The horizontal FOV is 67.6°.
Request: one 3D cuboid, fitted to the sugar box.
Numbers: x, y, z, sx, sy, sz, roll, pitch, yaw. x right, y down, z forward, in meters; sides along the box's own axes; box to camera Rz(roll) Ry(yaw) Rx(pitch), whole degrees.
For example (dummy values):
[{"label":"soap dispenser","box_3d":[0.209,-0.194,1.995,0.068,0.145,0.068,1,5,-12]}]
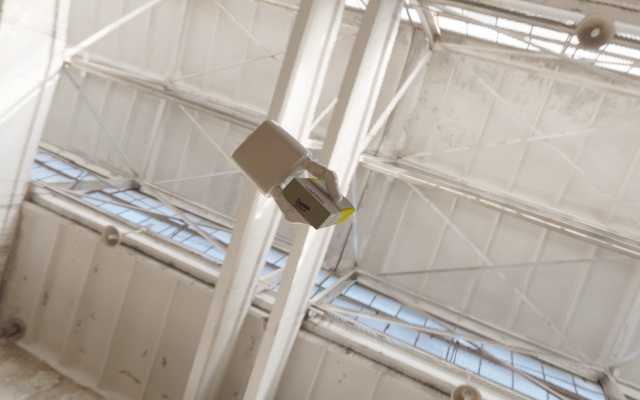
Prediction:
[{"label":"sugar box","box_3d":[0.000,0.003,0.878,0.093,0.048,0.176,45,16,12]}]
